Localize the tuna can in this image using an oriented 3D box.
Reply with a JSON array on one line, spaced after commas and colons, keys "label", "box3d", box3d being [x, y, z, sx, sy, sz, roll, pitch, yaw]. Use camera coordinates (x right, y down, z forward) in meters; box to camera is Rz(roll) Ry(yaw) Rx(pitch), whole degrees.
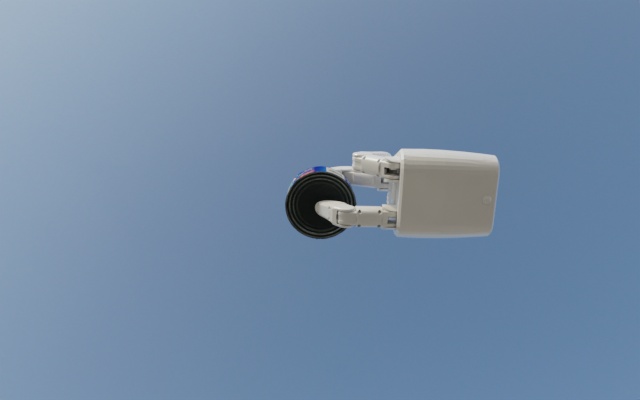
[{"label": "tuna can", "box3d": [0.000, 0.002, 0.588, 0.086, 0.086, 0.033, 0, 18, -1]}]
